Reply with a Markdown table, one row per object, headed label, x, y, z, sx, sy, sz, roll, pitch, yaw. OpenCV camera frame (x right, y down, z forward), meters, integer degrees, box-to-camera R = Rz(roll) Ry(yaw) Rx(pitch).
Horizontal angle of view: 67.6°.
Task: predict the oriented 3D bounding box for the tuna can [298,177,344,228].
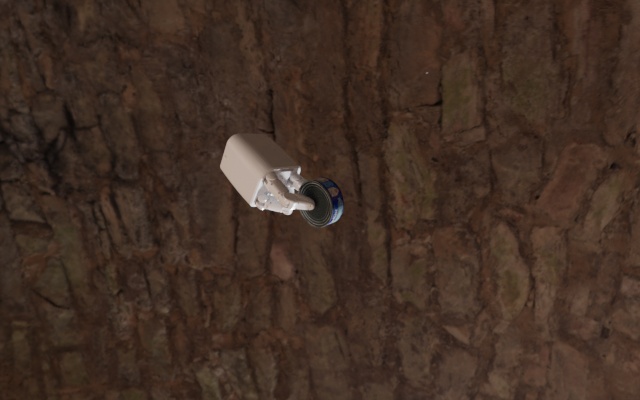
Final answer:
| label | x | y | z | sx | sy | sz | roll | pitch | yaw |
| --- | --- | --- | --- | --- | --- | --- | --- | --- | --- |
| tuna can | 0.001 | 0.003 | 0.845 | 0.086 | 0.086 | 0.033 | 0 | 14 | 45 |
